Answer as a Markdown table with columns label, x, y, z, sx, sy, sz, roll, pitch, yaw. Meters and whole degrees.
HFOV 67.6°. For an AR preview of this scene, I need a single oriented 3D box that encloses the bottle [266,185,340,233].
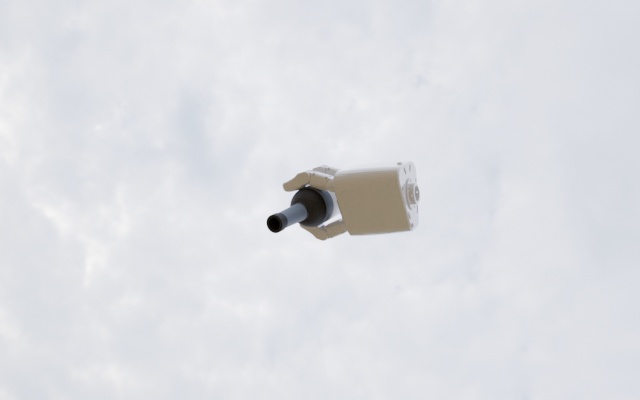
| label | x | y | z | sx | sy | sz | roll | pitch | yaw |
| --- | --- | --- | --- | --- | --- | --- | --- | --- | --- |
| bottle | 0.000 | 0.003 | 0.804 | 0.069 | 0.069 | 0.295 | 0 | 12 | 27 |
